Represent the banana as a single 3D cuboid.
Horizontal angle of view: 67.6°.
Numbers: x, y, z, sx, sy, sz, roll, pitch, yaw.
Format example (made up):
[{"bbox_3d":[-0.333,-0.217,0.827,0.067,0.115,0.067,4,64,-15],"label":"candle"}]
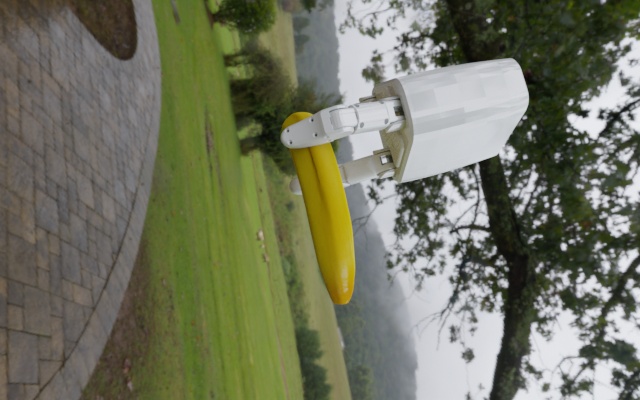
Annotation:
[{"bbox_3d":[-0.001,-0.011,0.415,0.037,0.197,0.070,-13,-32,-7],"label":"banana"}]
